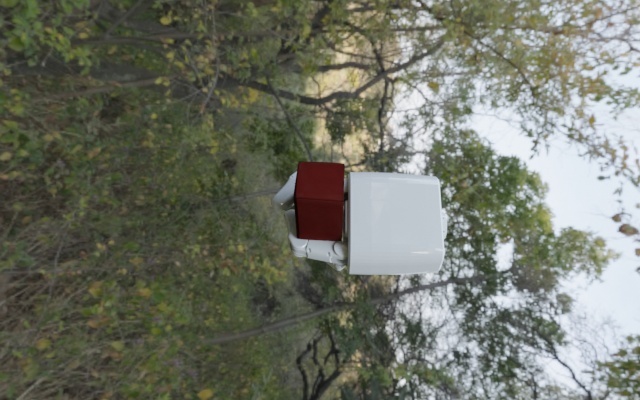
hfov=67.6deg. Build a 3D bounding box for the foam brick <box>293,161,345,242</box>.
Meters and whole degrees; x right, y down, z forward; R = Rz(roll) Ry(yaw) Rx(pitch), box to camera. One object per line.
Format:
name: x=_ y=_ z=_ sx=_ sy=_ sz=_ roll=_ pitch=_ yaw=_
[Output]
foam brick: x=0.000 y=0.002 z=0.522 sx=0.051 sy=0.053 sz=0.078 roll=3 pitch=-37 yaw=3
